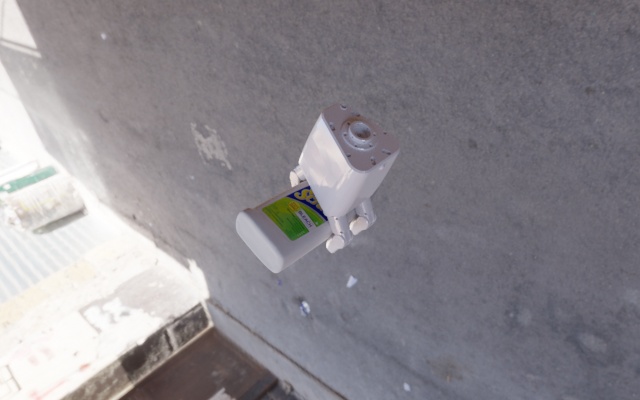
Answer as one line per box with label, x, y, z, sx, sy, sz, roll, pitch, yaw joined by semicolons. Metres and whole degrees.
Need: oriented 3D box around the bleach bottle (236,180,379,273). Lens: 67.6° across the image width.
bleach bottle;0.000;0.003;0.730;0.250;0.102;0.068;-34;-16;-33
